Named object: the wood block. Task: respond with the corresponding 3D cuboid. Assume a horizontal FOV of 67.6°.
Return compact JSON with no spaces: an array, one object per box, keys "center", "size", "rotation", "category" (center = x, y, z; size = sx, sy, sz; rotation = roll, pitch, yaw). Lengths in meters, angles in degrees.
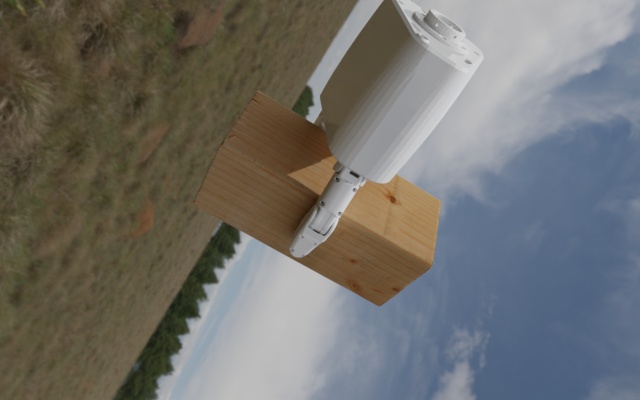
[{"center":[0.000,0.002,0.453],"size":[0.206,0.090,0.090],"rotation":[30,-45,-9],"category":"wood block"}]
